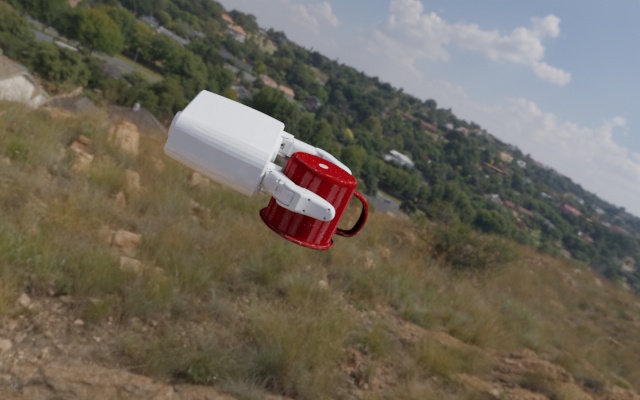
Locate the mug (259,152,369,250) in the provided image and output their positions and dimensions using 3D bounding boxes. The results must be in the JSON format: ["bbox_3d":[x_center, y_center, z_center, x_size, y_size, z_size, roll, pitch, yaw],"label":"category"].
[{"bbox_3d":[0.001,0.002,0.541,0.117,0.081,0.093,23,15,-11],"label":"mug"}]
